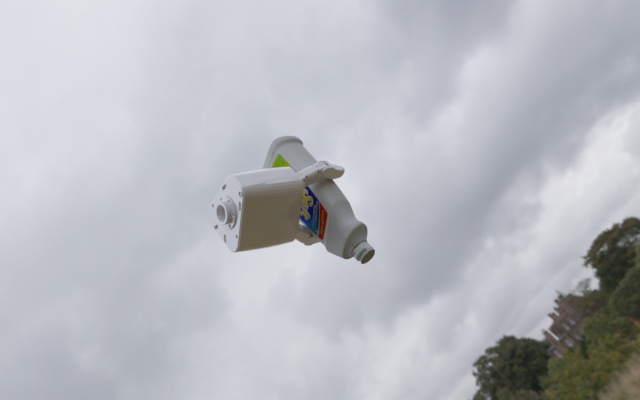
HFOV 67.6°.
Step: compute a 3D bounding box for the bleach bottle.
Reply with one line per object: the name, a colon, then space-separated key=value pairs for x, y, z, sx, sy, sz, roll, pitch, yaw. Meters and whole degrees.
bleach bottle: x=0.000 y=0.003 z=0.775 sx=0.068 sy=0.103 sz=0.250 roll=-9 pitch=44 yaw=-42
